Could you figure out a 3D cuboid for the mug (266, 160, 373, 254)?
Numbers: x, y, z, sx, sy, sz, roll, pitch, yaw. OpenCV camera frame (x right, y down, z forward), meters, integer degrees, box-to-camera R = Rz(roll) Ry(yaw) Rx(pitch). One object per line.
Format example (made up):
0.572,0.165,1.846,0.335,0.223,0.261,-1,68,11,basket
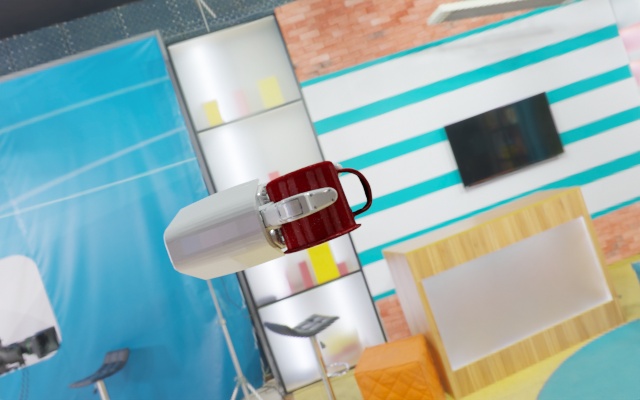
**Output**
0.001,0.001,0.533,0.117,0.081,0.093,-20,0,1,mug
